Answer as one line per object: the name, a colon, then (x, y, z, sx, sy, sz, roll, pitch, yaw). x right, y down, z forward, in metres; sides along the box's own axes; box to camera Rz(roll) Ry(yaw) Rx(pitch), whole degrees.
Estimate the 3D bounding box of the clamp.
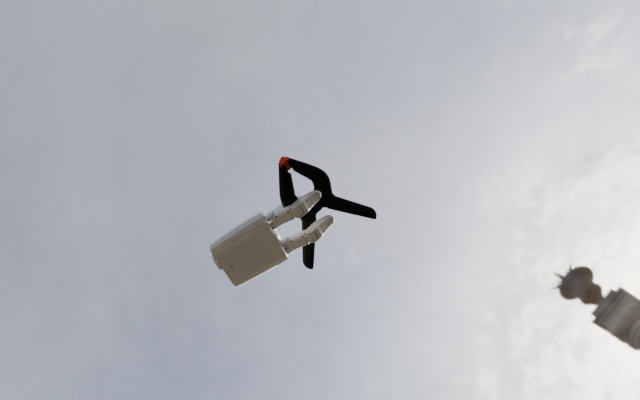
clamp: (-0.001, 0.002, 0.849, 0.164, 0.210, 0.036, -32, 25, -8)
